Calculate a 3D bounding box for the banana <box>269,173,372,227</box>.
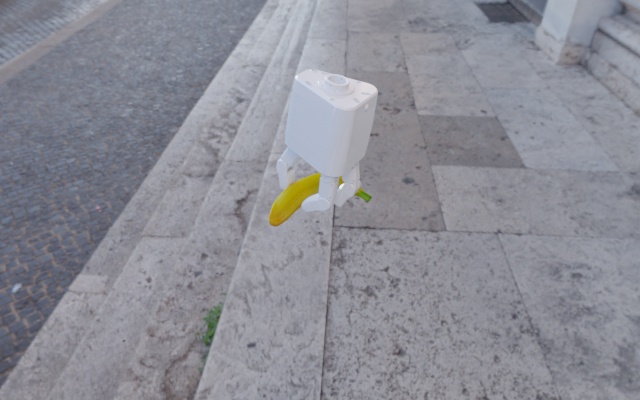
[{"bbox_3d":[-0.007,-0.011,0.766,0.198,0.069,0.037,-15,-36,-32],"label":"banana"}]
